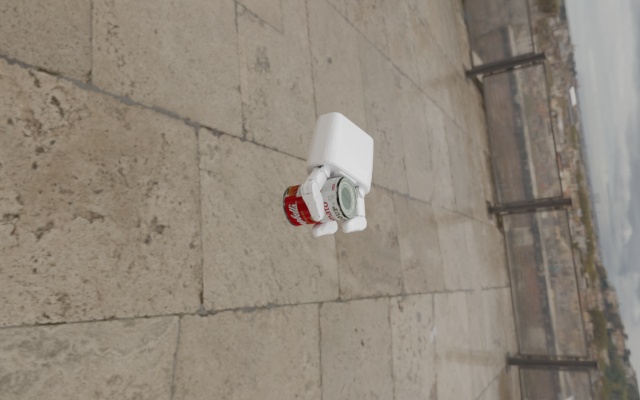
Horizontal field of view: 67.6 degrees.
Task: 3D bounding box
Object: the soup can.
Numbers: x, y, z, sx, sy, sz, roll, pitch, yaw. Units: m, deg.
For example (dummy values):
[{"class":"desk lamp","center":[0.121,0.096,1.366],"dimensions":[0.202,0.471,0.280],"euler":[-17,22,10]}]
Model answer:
[{"class":"soup can","center":[0.000,0.003,0.765],"dimensions":[0.102,0.068,0.068],"euler":[-9,-4,29]}]
